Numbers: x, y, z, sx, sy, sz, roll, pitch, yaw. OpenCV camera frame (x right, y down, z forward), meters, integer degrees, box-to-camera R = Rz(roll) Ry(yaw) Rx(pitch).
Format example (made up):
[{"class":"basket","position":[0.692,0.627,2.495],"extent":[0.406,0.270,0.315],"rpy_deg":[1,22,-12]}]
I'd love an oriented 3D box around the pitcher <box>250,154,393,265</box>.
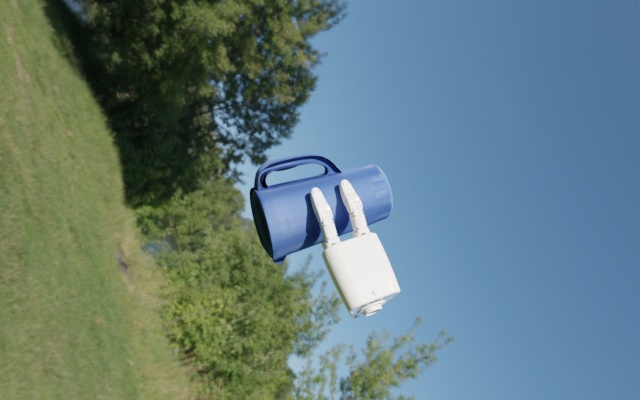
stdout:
[{"class":"pitcher","position":[0.000,0.003,0.855],"extent":[0.243,0.145,0.149],"rpy_deg":[-16,-26,-17]}]
